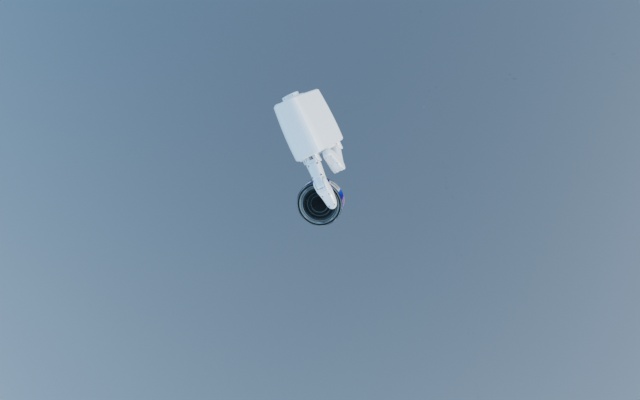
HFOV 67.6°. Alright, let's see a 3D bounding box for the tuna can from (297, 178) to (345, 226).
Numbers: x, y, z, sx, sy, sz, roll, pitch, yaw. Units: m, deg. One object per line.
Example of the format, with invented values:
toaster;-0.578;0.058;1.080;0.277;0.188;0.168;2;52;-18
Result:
tuna can;0.000;0.003;0.878;0.086;0.086;0.033;0;16;10
